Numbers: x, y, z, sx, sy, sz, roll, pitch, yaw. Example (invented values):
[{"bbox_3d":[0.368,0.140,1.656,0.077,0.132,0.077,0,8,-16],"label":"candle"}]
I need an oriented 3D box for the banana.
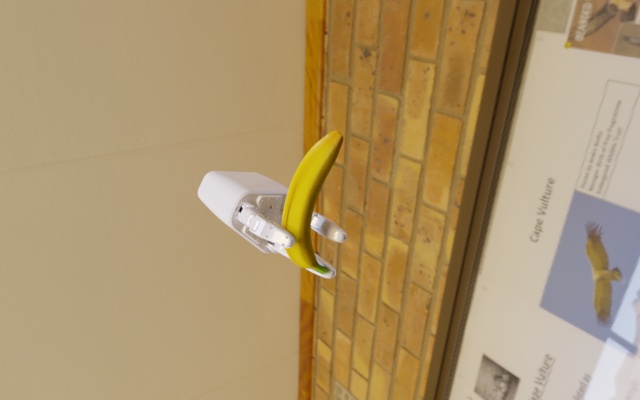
[{"bbox_3d":[-0.015,0.007,0.608,0.069,0.198,0.037,-9,26,-37],"label":"banana"}]
